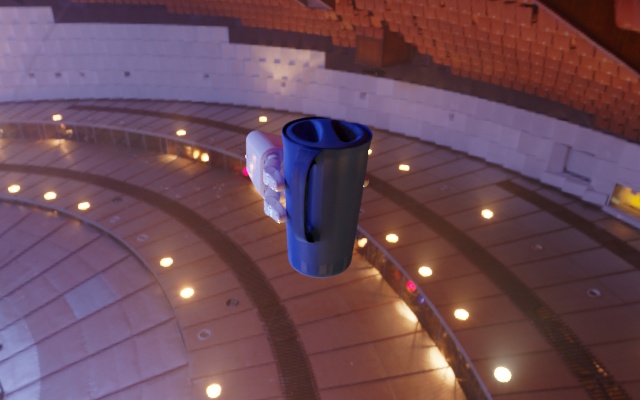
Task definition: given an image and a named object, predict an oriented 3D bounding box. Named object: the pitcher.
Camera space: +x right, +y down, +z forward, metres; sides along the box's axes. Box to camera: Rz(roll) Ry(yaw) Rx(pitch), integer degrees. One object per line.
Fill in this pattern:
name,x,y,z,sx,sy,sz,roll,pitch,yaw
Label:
pitcher,0.000,0.002,0.747,0.149,0.243,0.145,-11,31,-23
